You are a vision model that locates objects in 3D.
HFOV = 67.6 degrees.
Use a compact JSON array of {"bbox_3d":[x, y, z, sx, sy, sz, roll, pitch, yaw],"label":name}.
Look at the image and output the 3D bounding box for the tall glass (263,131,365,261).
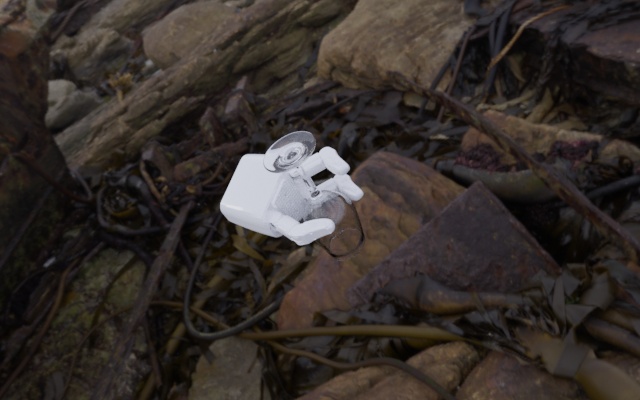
[{"bbox_3d":[0.000,0.002,0.668,0.079,0.079,0.201,0,-41,33],"label":"tall glass"}]
